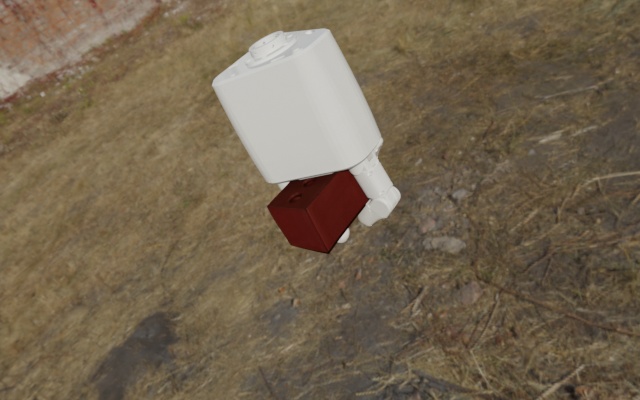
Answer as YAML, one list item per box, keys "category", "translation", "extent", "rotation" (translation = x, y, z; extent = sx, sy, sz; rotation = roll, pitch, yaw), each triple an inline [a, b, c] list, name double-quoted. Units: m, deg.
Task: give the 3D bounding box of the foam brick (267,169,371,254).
- category: "foam brick"
  translation: [0.000, 0.002, 0.440]
  extent: [0.053, 0.051, 0.078]
  rotation: [5, 44, 44]
